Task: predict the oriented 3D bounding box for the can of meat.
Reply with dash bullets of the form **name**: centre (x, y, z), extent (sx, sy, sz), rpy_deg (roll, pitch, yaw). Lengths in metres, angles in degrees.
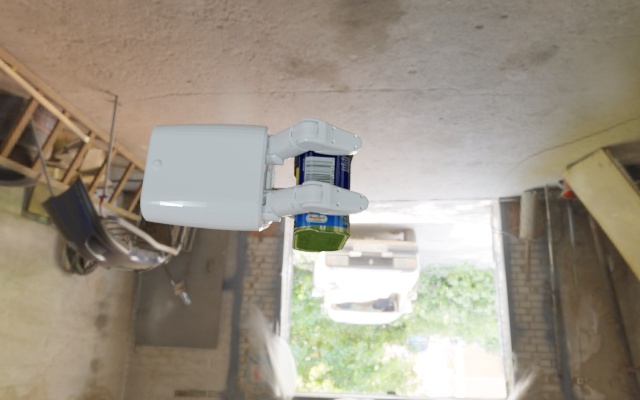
- **can of meat**: centre (0.000, 0.002, 0.469), extent (0.057, 0.084, 0.102), rpy_deg (3, -17, -3)
